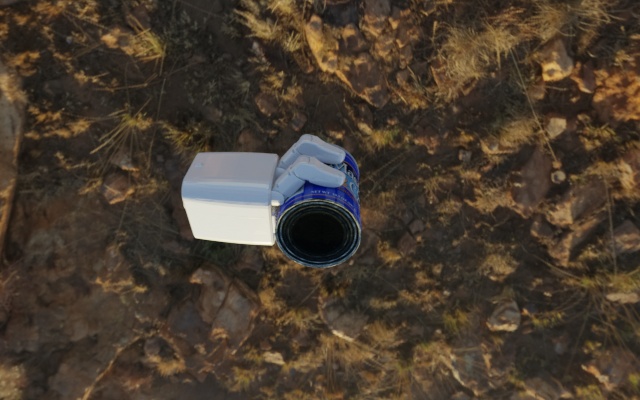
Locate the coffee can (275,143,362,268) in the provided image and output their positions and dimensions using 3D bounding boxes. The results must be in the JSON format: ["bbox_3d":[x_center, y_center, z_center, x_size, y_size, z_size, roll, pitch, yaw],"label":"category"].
[{"bbox_3d":[0.000,0.002,0.618,0.103,0.103,0.140,0,34,3],"label":"coffee can"}]
